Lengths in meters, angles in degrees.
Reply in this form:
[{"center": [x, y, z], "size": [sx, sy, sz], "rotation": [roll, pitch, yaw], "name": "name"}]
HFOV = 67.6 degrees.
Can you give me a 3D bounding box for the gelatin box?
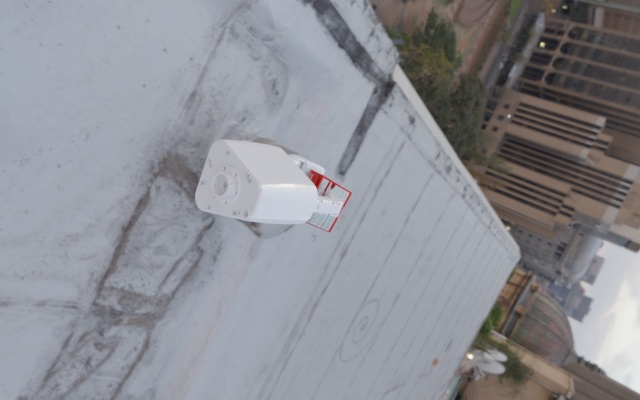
[{"center": [0.001, 0.003, 0.719], "size": [0.030, 0.073, 0.089], "rotation": [30, 2, 37], "name": "gelatin box"}]
